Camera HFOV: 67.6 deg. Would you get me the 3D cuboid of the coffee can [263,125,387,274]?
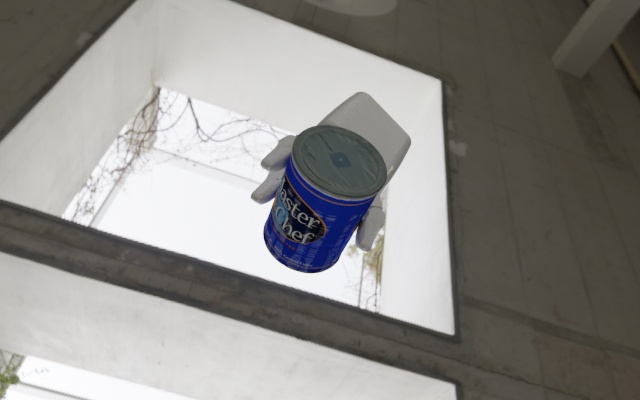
[{"bbox_3d":[0.000,0.002,0.536,0.103,0.102,0.140,0,-40,-23],"label":"coffee can"}]
